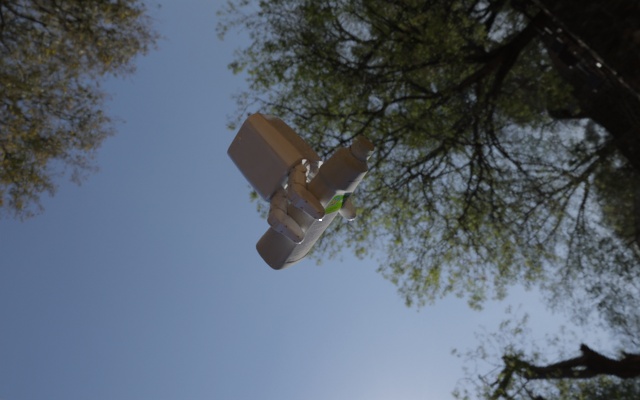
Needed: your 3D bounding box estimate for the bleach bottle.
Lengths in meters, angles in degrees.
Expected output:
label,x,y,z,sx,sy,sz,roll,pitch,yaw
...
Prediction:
label,x,y,z,sx,sy,sz,roll,pitch,yaw
bleach bottle,0.000,0.002,0.723,0.251,0.068,0.102,-51,-15,33
